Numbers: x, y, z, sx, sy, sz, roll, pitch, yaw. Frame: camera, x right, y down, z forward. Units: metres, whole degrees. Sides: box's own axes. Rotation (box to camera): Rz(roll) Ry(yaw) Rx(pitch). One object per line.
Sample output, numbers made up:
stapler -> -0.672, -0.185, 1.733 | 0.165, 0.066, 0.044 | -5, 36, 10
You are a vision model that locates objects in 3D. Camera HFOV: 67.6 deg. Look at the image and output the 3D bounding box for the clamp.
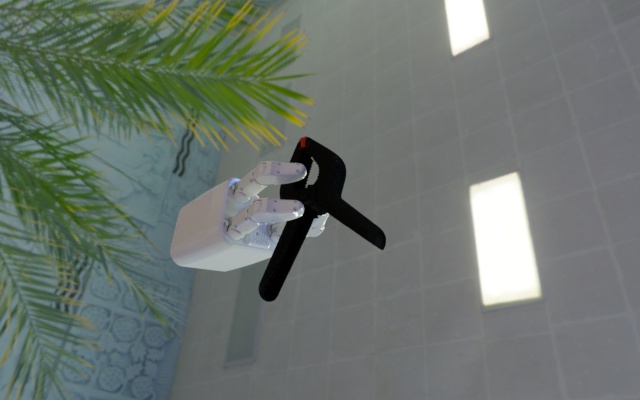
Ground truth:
clamp -> 0.000, 0.002, 0.557 | 0.164, 0.209, 0.036 | -23, -42, 31
